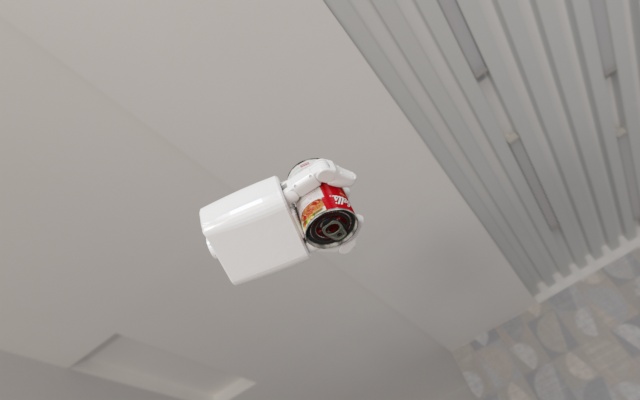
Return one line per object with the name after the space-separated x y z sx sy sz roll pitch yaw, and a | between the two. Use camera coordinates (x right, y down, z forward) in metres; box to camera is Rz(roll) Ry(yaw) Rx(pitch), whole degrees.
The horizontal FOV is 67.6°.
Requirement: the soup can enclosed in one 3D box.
0.000 0.002 0.612 0.068 0.068 0.102 0 42 -22 | soup can
